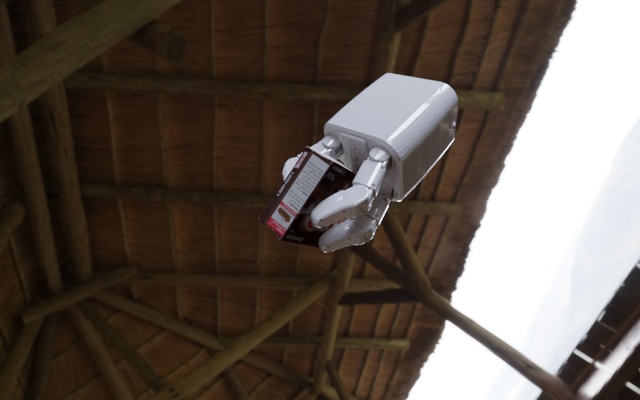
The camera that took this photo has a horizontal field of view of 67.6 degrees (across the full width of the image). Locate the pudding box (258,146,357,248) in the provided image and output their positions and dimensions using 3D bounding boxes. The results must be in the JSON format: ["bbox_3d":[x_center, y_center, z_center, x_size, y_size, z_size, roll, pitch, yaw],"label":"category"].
[{"bbox_3d":[0.000,0.001,0.490,0.039,0.090,0.113,37,8,29],"label":"pudding box"}]
